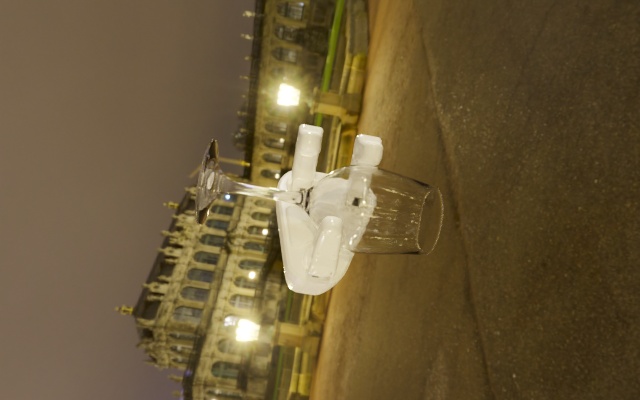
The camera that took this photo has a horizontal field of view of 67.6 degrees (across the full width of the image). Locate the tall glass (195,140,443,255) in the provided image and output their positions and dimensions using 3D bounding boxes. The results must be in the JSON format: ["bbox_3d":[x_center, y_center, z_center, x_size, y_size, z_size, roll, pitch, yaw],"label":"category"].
[{"bbox_3d":[-0.001,0.001,0.416,0.201,0.079,0.079,10,-1,-4],"label":"tall glass"}]
